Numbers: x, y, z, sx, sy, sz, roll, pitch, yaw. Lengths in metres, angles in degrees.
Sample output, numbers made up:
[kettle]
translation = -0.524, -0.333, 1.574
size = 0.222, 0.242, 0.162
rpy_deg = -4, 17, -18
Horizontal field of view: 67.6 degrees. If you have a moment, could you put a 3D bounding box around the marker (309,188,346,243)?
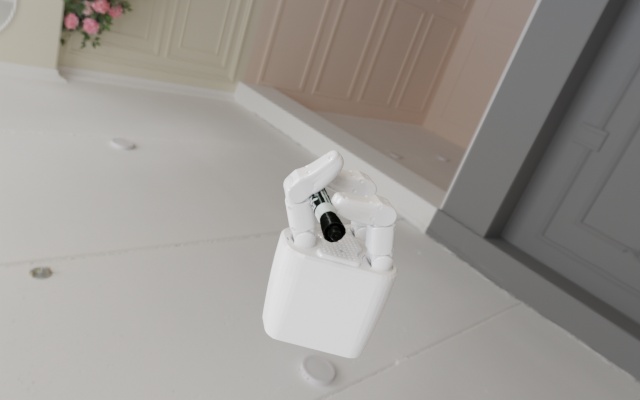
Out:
[marker]
translation = 0.000, 0.001, 0.426
size = 0.020, 0.020, 0.121
rpy_deg = 0, 26, -13
